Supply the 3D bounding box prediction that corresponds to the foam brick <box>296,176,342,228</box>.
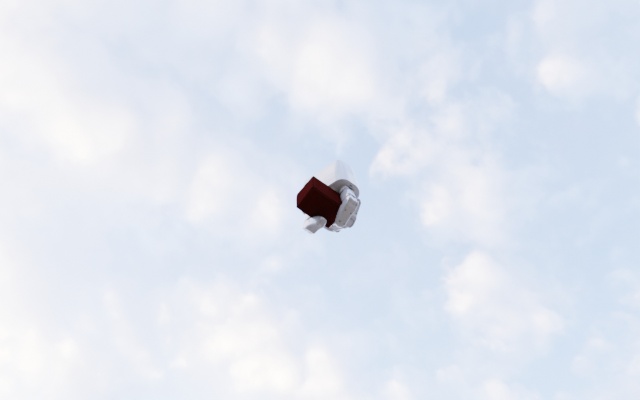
[{"bbox_3d":[0.000,0.003,0.881,0.078,0.053,0.051,35,22,-19],"label":"foam brick"}]
